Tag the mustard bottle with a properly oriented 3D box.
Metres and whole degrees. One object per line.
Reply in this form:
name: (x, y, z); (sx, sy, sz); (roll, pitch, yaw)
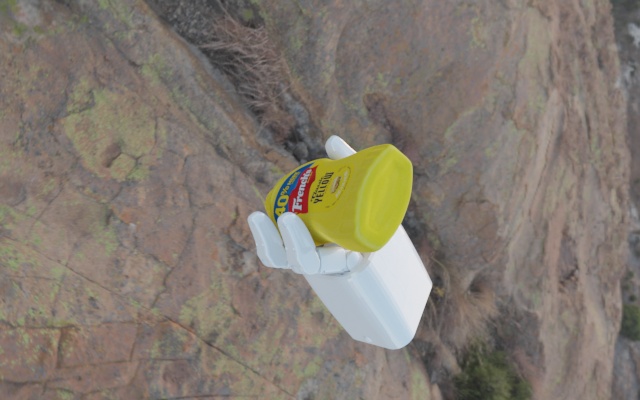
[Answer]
mustard bottle: (0.000, 0.001, 0.480); (0.058, 0.096, 0.191); (33, -22, -30)
